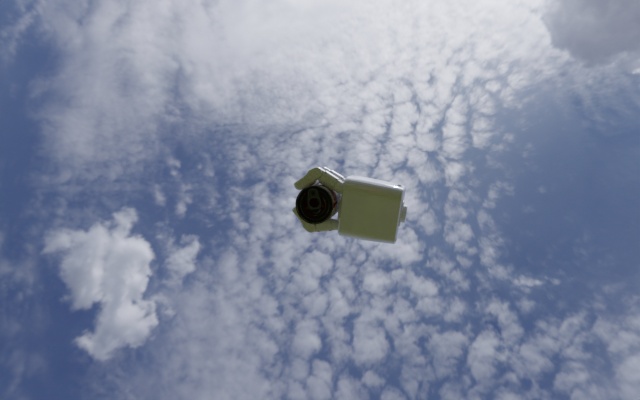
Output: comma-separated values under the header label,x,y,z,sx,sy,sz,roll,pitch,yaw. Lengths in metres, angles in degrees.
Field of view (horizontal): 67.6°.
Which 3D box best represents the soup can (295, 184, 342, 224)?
label,x,y,z,sx,sy,sz,roll,pitch,yaw
soup can,0.000,0.003,0.876,0.068,0.068,0.102,0,6,13
